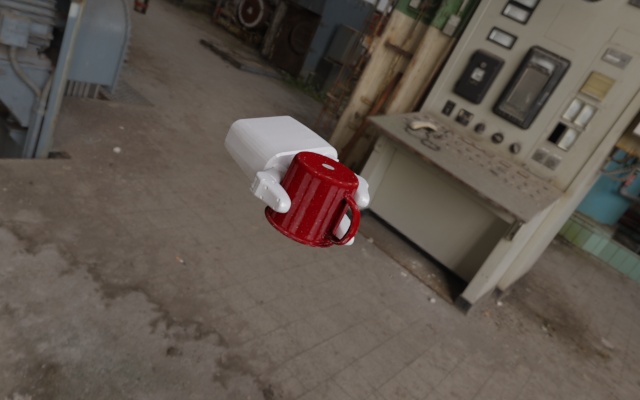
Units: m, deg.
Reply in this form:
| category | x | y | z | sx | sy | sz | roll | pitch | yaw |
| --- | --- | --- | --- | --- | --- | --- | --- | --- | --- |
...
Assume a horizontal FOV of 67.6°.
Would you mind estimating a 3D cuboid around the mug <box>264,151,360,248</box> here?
| category | x | y | z | sx | sy | sz | roll | pitch | yaw |
| --- | --- | --- | --- | --- | --- | --- | --- | --- | --- |
| mug | 0.001 | 0.002 | 0.546 | 0.093 | 0.081 | 0.117 | 3 | 31 | -47 |
